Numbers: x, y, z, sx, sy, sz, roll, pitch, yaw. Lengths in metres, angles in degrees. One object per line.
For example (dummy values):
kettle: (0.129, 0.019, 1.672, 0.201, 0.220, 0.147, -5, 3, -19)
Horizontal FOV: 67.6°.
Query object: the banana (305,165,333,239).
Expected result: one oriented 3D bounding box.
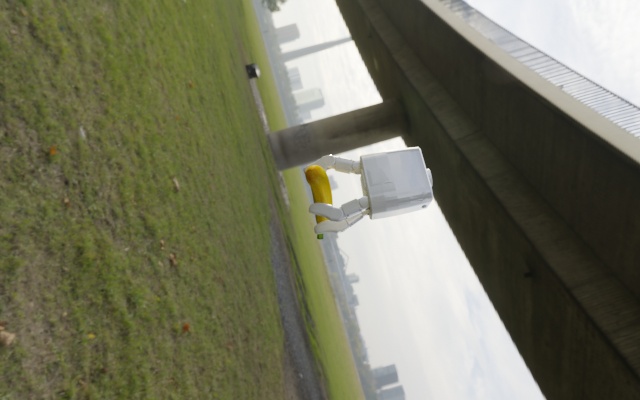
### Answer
banana: (0.000, -0.010, 0.842, 0.037, 0.069, 0.198, -4, -37, 5)
